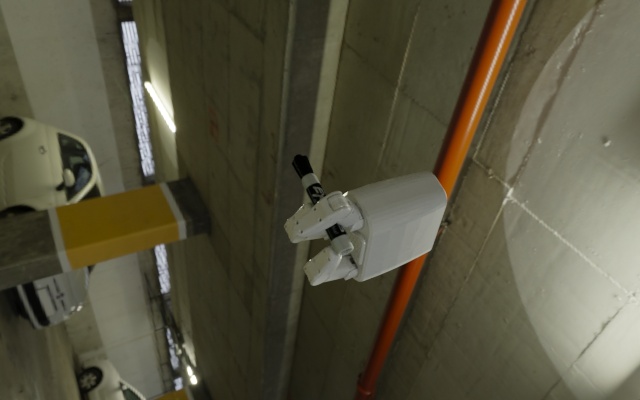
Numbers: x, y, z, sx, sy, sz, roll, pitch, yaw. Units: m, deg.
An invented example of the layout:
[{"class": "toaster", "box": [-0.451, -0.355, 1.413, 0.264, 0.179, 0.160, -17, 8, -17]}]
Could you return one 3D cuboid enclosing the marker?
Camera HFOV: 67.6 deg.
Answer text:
[{"class": "marker", "box": [0.000, 0.002, 0.499, 0.020, 0.121, 0.020, -23, -23, -10]}]
